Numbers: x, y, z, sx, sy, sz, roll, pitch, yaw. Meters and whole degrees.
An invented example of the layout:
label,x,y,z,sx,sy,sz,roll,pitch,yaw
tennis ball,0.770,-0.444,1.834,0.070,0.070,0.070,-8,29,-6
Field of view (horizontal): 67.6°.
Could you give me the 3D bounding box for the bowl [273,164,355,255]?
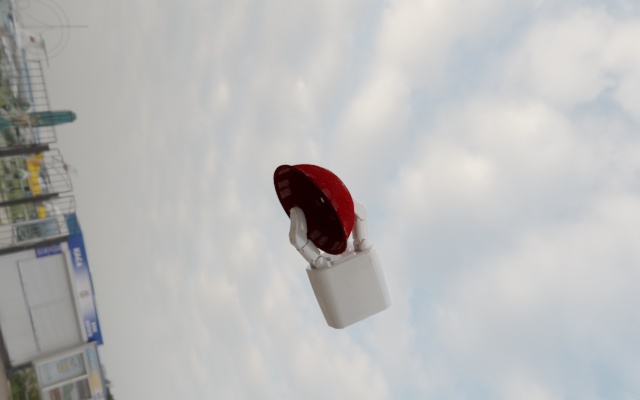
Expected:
label,x,y,z,sx,sy,sz,roll,pitch,yaw
bowl,0.000,0.001,0.723,0.055,0.162,0.162,-37,18,-25
